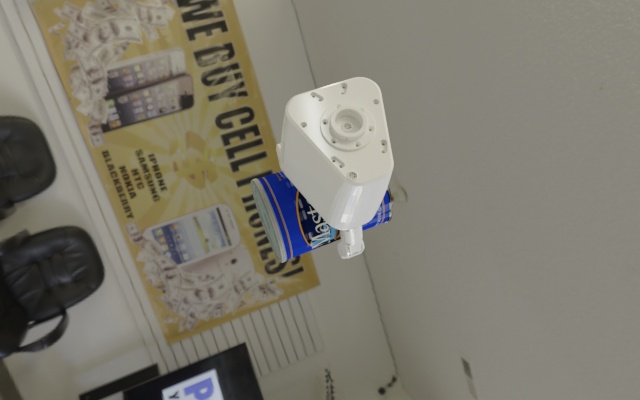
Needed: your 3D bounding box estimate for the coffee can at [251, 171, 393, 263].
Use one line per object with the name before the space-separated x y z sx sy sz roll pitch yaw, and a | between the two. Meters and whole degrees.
coffee can | 0.000 0.002 0.570 0.140 0.103 0.103 -20 4 -12
